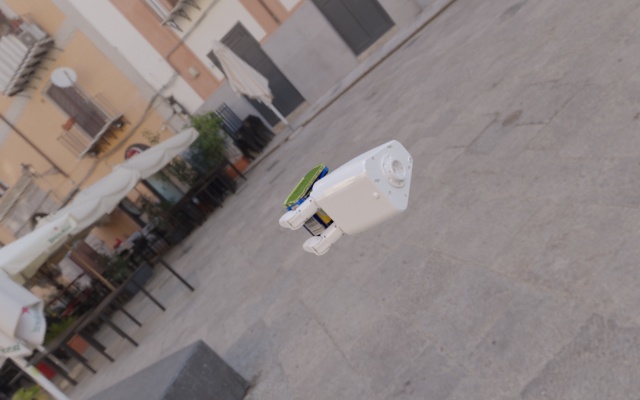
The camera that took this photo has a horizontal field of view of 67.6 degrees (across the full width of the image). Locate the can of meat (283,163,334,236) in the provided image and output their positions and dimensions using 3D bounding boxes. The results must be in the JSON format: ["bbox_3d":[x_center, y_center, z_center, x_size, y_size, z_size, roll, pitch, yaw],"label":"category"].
[{"bbox_3d":[0.000,0.002,0.763,0.057,0.084,0.102,-25,23,48],"label":"can of meat"}]
